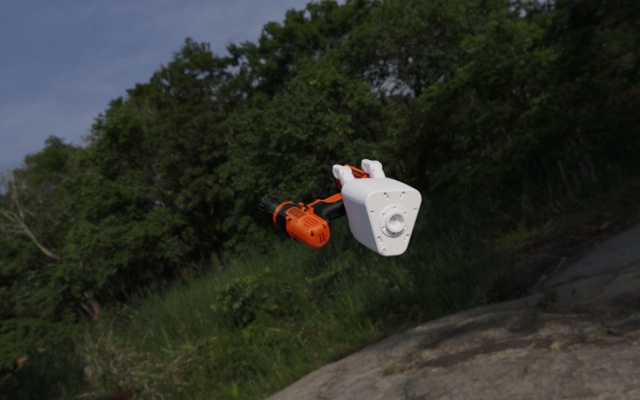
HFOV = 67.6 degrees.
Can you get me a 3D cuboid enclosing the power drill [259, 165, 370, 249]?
[{"bbox_3d":[0.001,0.003,0.875,0.187,0.057,0.184,-31,38,-25],"label":"power drill"}]
